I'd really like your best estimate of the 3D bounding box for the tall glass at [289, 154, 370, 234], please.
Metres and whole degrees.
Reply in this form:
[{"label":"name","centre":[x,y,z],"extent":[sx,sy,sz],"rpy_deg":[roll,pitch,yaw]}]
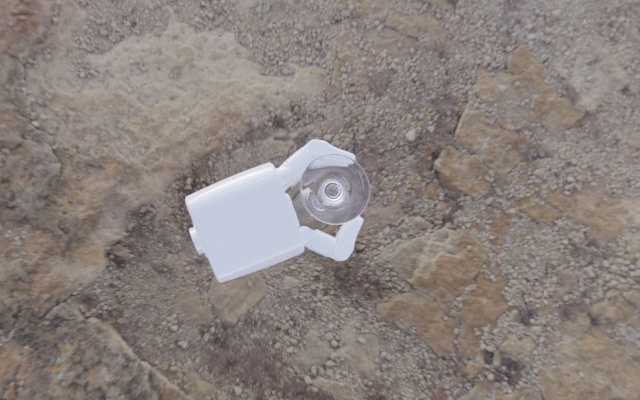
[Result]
[{"label":"tall glass","centre":[0.000,0.002,0.589],"extent":[0.079,0.079,0.201],"rpy_deg":[0,-8,-8]}]
